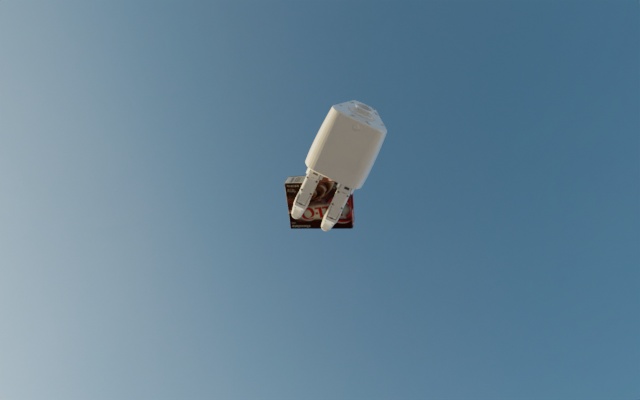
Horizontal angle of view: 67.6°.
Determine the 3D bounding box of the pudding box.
[{"bbox_3d":[0.000,0.003,0.821,0.113,0.090,0.039,0,27,12],"label":"pudding box"}]
